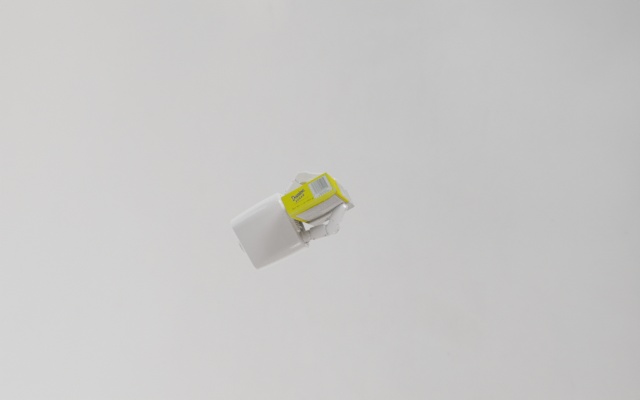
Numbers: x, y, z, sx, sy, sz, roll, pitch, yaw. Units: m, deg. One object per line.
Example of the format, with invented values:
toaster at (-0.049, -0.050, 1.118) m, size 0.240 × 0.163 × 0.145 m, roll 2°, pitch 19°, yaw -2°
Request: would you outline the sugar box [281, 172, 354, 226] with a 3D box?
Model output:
sugar box at (0.000, 0.002, 0.876) m, size 0.093 × 0.048 × 0.176 m, roll -28°, pitch -12°, yaw 8°
